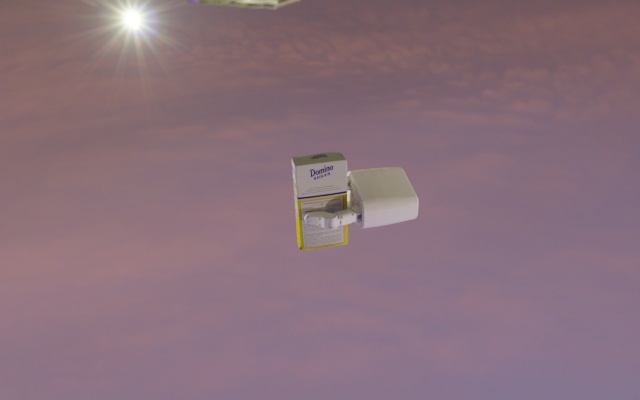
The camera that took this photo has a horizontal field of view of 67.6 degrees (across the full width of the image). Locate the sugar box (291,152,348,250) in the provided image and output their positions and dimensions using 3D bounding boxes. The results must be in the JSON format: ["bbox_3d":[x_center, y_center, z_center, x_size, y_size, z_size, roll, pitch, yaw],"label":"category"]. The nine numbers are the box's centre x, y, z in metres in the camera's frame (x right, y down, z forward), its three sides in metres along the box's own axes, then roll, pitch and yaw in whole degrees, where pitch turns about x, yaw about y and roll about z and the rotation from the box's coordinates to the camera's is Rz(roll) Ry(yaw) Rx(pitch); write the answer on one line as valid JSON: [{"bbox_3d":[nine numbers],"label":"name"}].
[{"bbox_3d":[0.000,0.003,0.861,0.093,0.176,0.048,-7,28,-10],"label":"sugar box"}]
